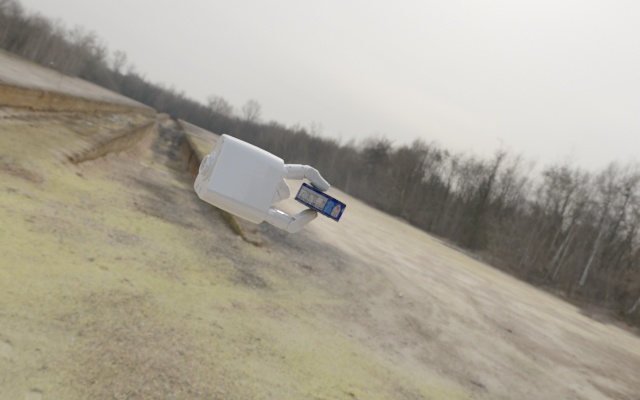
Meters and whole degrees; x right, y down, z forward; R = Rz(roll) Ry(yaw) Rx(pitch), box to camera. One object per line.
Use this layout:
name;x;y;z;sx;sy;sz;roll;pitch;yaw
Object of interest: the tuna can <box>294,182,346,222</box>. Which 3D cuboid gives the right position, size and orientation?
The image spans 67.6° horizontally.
tuna can;0.000;0.002;0.807;0.086;0.034;0.086;28;0;0
